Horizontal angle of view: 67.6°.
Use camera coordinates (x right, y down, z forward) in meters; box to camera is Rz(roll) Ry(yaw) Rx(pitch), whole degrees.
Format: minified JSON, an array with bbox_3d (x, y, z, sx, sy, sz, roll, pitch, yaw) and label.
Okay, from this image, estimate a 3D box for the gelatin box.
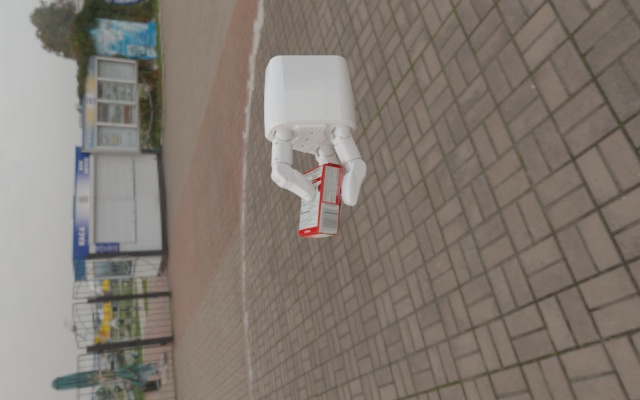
[{"bbox_3d":[0.000,0.002,0.614,0.030,0.089,0.073,9,-11,-21],"label":"gelatin box"}]
